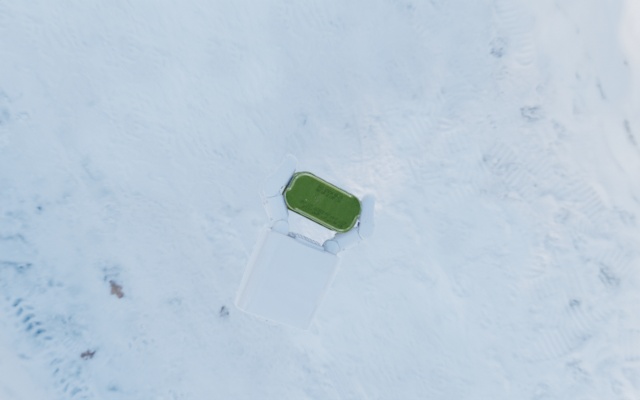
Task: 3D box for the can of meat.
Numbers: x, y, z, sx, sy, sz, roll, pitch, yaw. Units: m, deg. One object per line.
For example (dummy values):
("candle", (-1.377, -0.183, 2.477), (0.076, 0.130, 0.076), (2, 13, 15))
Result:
("can of meat", (0.000, 0.002, 0.626), (0.102, 0.057, 0.084), (27, -1, -5))
